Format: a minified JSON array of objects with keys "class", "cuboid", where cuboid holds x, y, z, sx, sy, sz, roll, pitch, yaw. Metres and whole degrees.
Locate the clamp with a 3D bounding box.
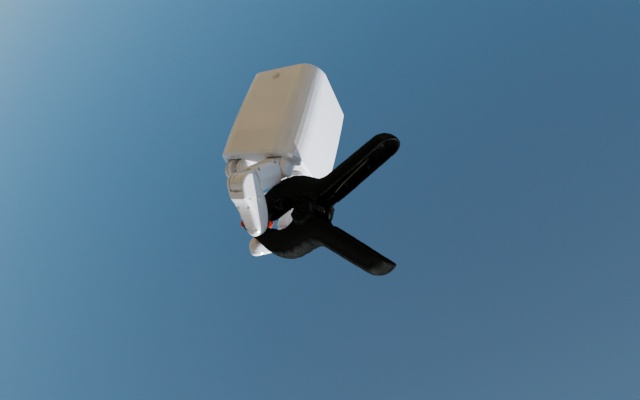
[{"class":"clamp","cuboid":[0.000,0.002,0.429,0.171,0.120,0.039,0,-25,38]}]
